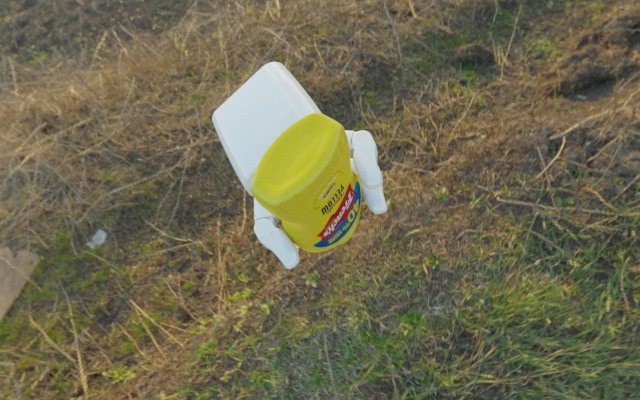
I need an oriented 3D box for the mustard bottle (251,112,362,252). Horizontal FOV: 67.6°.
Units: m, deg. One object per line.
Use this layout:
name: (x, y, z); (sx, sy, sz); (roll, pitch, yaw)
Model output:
mustard bottle: (0.000, 0.002, 0.483); (0.058, 0.096, 0.192); (31, -14, 25)
